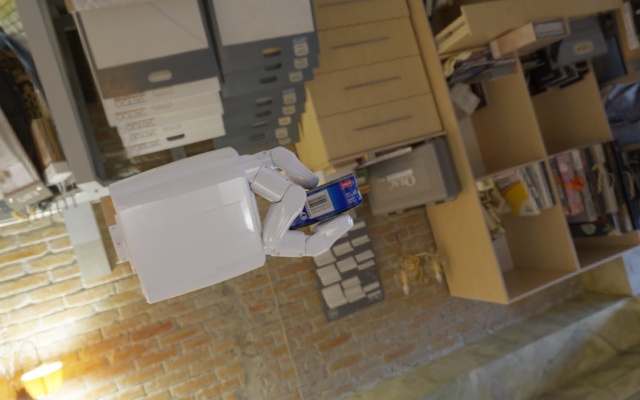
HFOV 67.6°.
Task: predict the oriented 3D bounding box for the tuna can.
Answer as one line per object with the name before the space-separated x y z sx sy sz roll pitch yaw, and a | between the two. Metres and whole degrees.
tuna can | 0.000 0.002 0.499 0.086 0.034 0.086 -21 2 1
